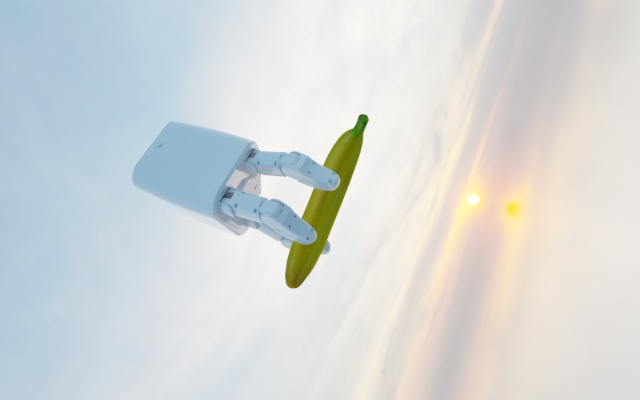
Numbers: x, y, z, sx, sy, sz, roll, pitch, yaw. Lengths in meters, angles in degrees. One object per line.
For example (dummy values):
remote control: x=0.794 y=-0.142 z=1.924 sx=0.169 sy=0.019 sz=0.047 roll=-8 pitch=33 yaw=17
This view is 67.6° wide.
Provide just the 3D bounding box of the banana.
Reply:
banana: x=0.004 y=0.001 z=0.525 sx=0.037 sy=0.198 sz=0.069 roll=21 pitch=-5 yaw=9
